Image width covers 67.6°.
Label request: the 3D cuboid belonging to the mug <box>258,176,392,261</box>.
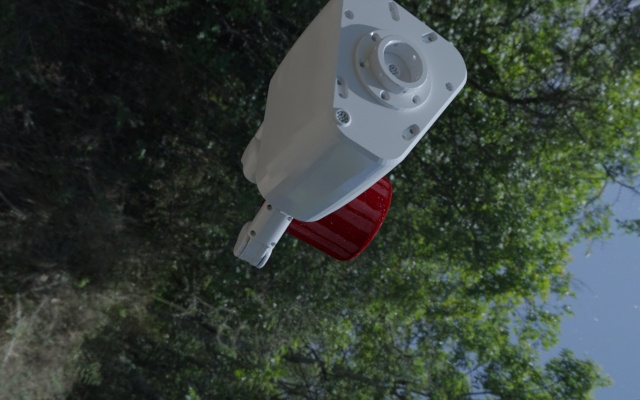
[{"bbox_3d":[0.000,0.002,0.410,0.081,0.093,0.117,30,-26,-14],"label":"mug"}]
